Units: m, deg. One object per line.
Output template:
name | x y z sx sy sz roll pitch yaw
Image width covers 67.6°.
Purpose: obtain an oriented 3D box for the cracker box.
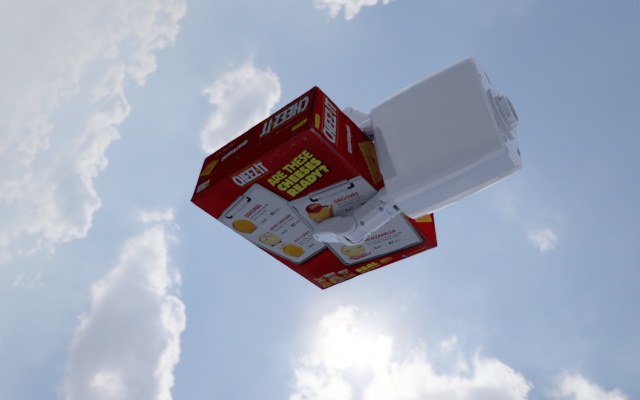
cracker box | 0.000 0.002 0.515 0.164 0.072 0.214 -26 -49 30
